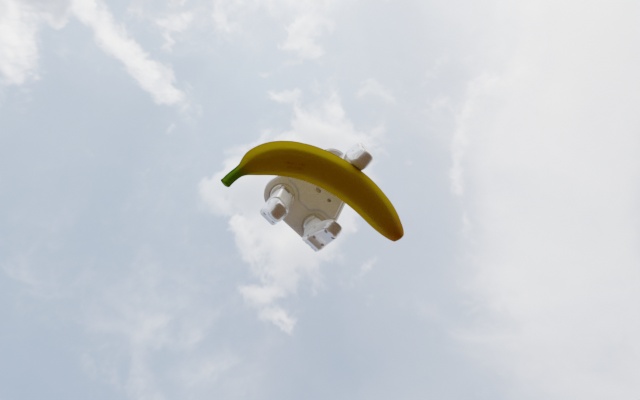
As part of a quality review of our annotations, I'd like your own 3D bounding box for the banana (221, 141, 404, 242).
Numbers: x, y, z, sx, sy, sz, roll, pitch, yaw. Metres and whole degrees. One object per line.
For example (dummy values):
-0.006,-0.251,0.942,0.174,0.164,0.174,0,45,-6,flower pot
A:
0.002,-0.017,0.494,0.198,0.069,0.037,18,-4,-11,banana
